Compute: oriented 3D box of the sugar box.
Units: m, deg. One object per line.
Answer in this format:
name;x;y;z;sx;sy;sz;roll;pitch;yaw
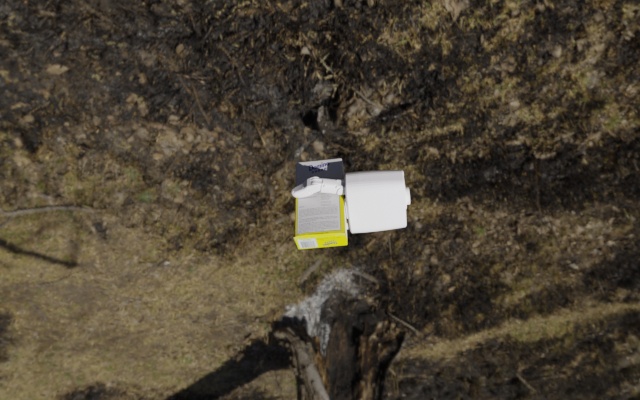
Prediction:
sugar box;0.000;0.003;0.892;0.093;0.176;0.048;-5;-40;7
